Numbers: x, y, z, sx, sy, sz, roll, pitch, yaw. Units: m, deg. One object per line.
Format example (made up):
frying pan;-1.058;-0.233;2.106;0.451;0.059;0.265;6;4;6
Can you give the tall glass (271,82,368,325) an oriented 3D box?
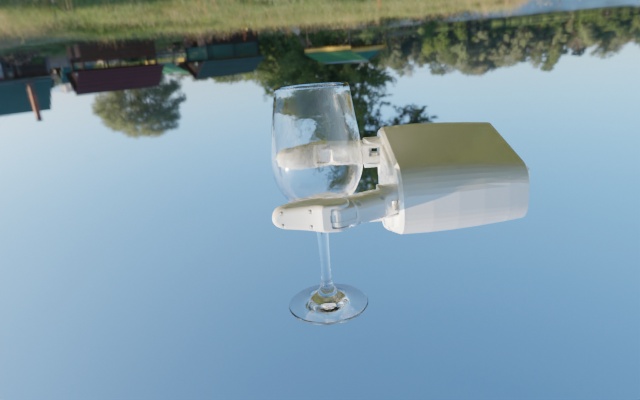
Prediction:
tall glass;0.000;0.002;0.417;0.079;0.201;0.079;-5;17;1
